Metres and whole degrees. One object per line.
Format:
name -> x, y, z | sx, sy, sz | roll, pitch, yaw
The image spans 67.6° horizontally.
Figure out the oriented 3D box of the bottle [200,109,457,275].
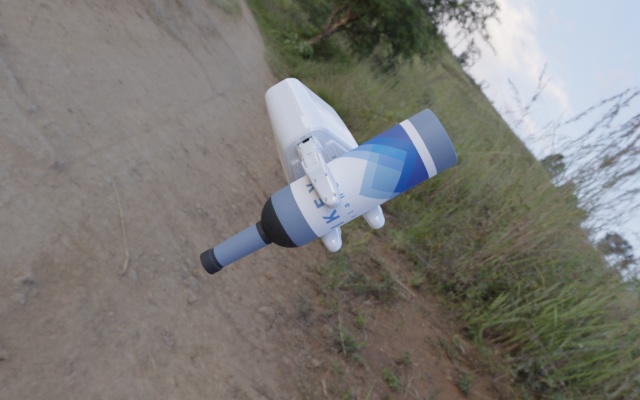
bottle -> 0.000, 0.002, 0.522 | 0.296, 0.069, 0.069 | -29, -3, 6
